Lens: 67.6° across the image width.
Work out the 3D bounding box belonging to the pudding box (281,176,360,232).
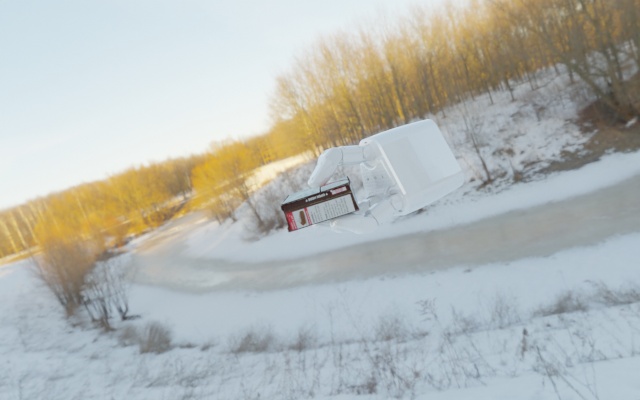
[{"bbox_3d":[0.000,0.002,0.612,0.090,0.039,0.113,-19,5,4],"label":"pudding box"}]
